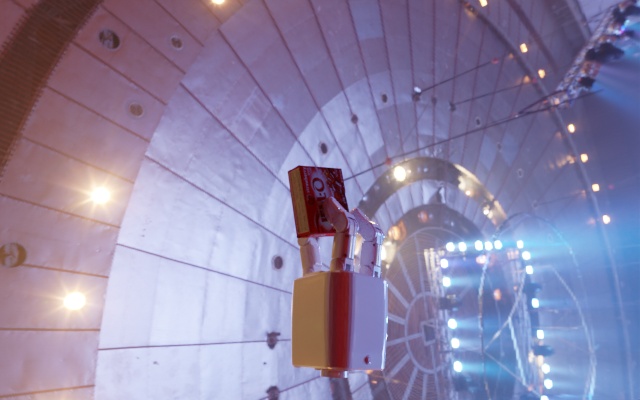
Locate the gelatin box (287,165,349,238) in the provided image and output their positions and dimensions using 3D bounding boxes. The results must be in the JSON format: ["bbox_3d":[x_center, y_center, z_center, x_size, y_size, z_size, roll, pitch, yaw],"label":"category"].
[{"bbox_3d":[0.000,0.002,0.609,0.073,0.089,0.030,1,-15,-42],"label":"gelatin box"}]
